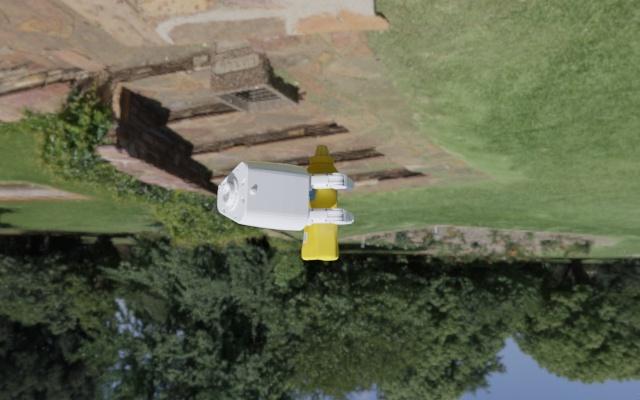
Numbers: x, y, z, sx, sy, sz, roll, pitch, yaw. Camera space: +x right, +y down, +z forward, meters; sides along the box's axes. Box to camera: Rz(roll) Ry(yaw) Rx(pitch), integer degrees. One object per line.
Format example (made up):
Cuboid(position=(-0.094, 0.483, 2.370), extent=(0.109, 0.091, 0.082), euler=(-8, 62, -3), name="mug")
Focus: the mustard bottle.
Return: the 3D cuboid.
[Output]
Cuboid(position=(0.000, 0.003, 0.796), extent=(0.058, 0.191, 0.096), euler=(2, -8, -10), name="mustard bottle")
